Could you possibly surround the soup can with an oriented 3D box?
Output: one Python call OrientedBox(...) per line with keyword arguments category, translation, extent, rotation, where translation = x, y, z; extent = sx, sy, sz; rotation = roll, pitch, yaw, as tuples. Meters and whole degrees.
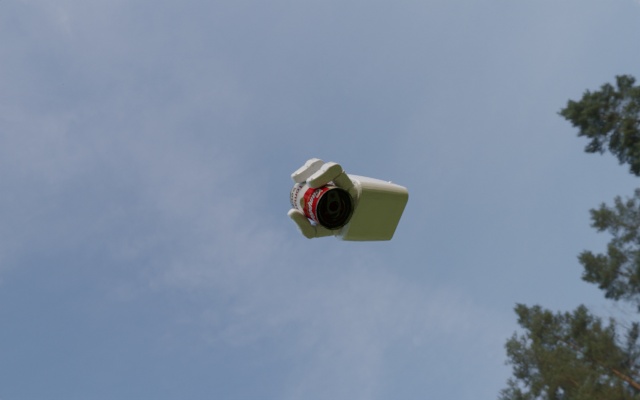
OrientedBox(category="soup can", translation=(0.000, 0.003, 0.780), extent=(0.068, 0.068, 0.102), rotation=(0, 12, -28))
